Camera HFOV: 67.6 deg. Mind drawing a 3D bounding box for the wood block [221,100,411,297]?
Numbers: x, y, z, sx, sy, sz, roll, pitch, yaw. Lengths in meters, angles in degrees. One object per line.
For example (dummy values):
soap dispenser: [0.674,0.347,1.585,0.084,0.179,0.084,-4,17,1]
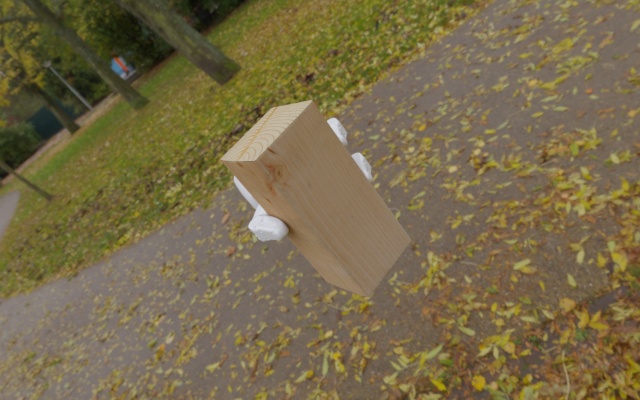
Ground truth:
wood block: [0.000,0.002,0.534,0.206,0.090,0.090,51,-22,-26]
